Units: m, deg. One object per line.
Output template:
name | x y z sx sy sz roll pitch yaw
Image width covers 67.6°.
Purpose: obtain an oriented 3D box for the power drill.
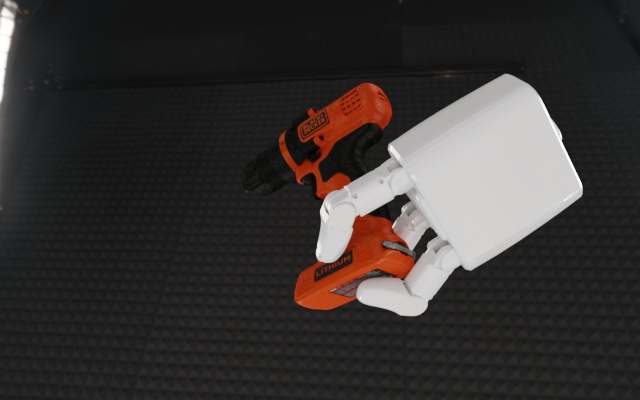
power drill | 0.000 0.002 0.452 0.184 0.187 0.057 -31 -33 30
